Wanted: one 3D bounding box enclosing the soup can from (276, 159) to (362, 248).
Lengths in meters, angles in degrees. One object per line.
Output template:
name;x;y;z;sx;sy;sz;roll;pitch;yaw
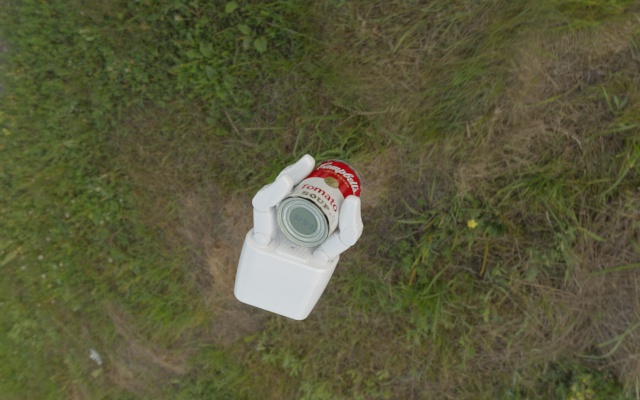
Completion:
soup can;0.000;0.002;0.569;0.068;0.068;0.102;0;28;29
